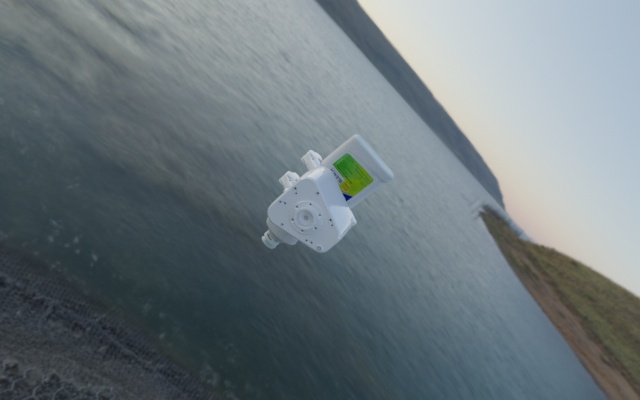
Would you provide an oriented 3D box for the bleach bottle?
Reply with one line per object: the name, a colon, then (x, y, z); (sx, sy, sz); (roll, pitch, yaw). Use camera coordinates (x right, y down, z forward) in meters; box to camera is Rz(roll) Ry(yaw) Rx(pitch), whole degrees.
bleach bottle: (0.000, 0.003, 0.831); (0.251, 0.102, 0.068); (-42, 0, 15)
